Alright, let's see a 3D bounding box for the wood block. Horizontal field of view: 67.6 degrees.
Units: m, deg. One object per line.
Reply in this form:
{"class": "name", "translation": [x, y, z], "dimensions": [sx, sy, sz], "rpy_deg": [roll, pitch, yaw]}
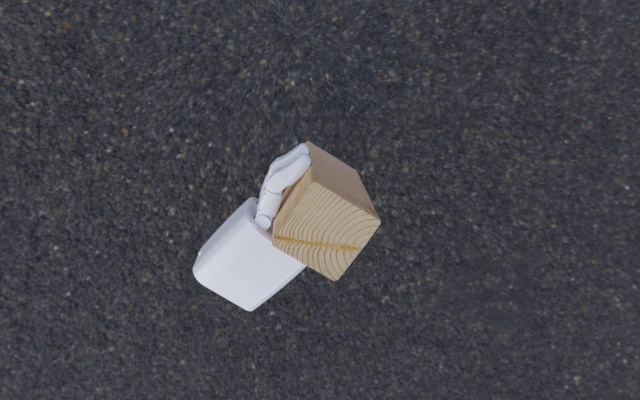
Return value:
{"class": "wood block", "translation": [0.000, 0.003, 0.615], "dimensions": [0.091, 0.090, 0.206], "rpy_deg": [32, 14, -13]}
